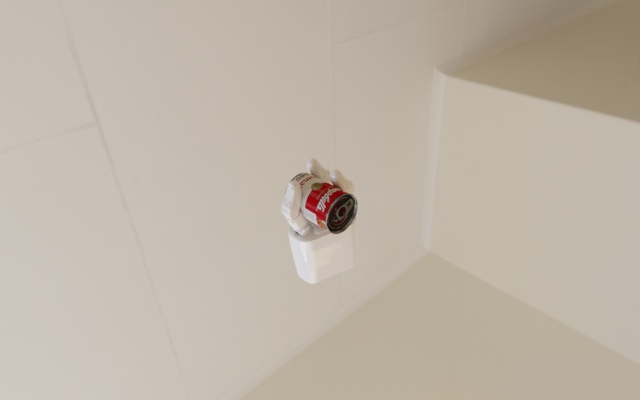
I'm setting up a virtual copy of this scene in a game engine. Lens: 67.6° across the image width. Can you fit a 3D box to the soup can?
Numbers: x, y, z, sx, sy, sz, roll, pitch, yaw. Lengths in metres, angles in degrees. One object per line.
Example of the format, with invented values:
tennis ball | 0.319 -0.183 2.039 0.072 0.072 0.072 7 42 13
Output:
soup can | 0.000 0.002 0.766 0.068 0.068 0.102 0 22 -47
